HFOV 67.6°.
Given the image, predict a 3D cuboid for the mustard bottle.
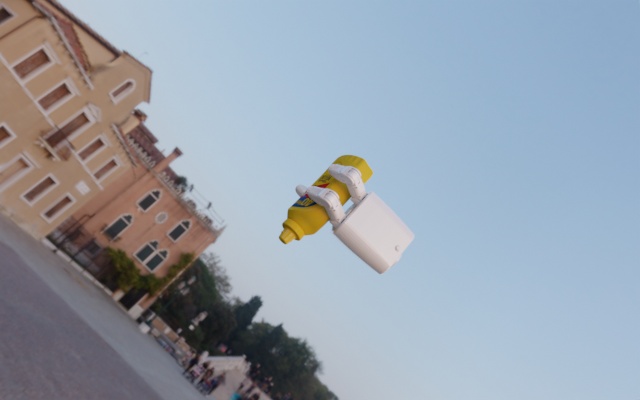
[{"bbox_3d":[0.000,0.002,0.812,0.191,0.058,0.096,-46,25,-21],"label":"mustard bottle"}]
